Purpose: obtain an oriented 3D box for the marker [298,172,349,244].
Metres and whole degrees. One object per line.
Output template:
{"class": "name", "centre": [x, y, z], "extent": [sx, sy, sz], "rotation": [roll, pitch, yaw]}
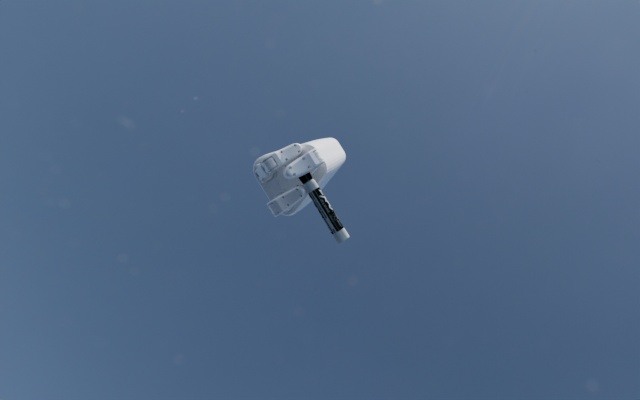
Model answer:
{"class": "marker", "centre": [0.000, 0.002, 0.641], "extent": [0.020, 0.121, 0.020], "rotation": [-31, 2, 1]}
